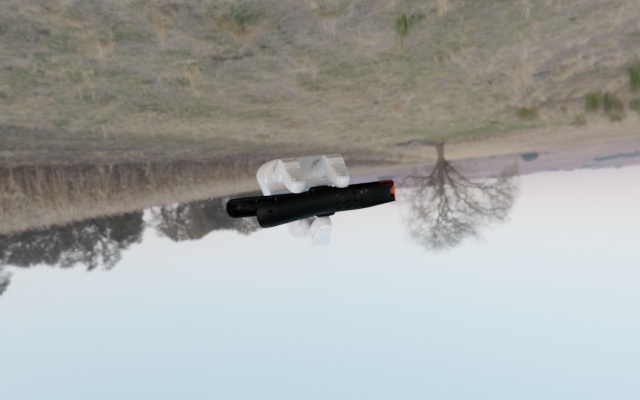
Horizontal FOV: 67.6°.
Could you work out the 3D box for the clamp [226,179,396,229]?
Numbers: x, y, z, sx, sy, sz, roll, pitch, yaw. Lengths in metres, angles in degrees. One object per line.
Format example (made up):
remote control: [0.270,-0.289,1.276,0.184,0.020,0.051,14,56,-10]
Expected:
clamp: [0.001,0.003,0.565,0.210,0.036,0.164,-8,6,-15]
